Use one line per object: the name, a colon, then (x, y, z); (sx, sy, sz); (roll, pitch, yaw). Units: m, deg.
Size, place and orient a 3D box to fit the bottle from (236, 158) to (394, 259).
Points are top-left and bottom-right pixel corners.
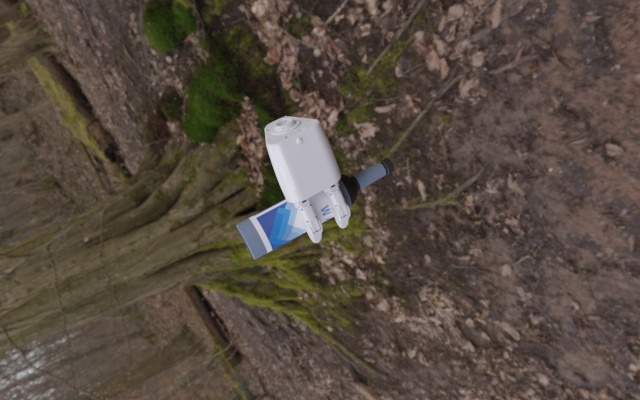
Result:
bottle: (0.000, 0.003, 0.834); (0.295, 0.069, 0.069); (-28, 7, -13)
